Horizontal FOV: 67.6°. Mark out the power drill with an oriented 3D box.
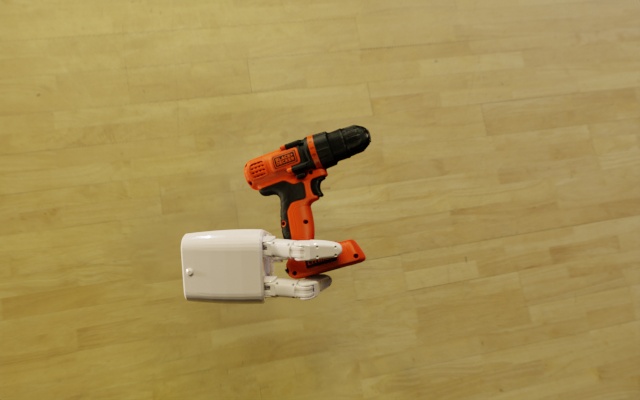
[{"bbox_3d":[0.000,0.003,0.653,0.184,0.187,0.057,-19,-13,12],"label":"power drill"}]
